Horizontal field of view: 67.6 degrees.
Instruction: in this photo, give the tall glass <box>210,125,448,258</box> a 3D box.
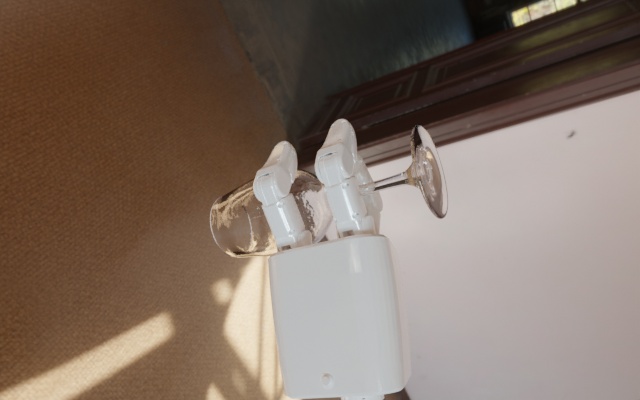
[{"bbox_3d":[0.001,0.001,0.411,0.201,0.079,0.079,-15,-7,28],"label":"tall glass"}]
